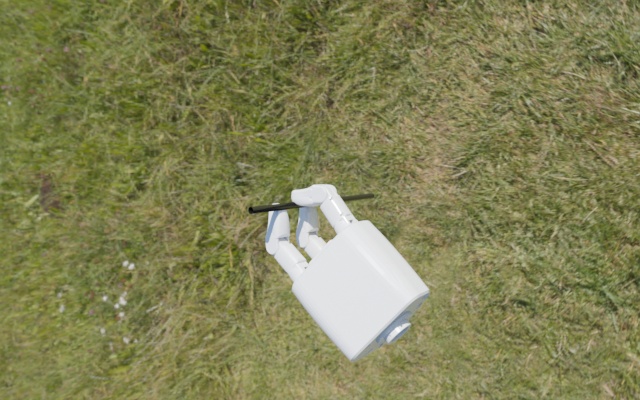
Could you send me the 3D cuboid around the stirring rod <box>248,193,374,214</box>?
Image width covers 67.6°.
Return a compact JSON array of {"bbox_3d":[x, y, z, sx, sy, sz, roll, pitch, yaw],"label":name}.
[{"bbox_3d":[0.000,0.002,0.613,0.011,0.011,0.239,0,4,39],"label":"stirring rod"}]
